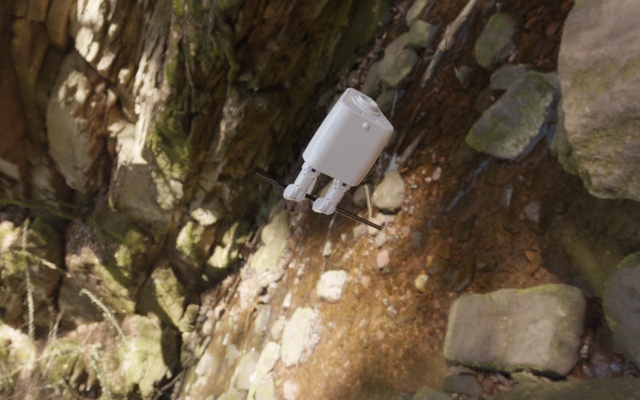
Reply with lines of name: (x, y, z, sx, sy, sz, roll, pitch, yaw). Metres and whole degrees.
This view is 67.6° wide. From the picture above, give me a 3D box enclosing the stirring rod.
stirring rod: (0.000, 0.003, 0.799, 0.239, 0.011, 0.011, 24, -8, -19)
